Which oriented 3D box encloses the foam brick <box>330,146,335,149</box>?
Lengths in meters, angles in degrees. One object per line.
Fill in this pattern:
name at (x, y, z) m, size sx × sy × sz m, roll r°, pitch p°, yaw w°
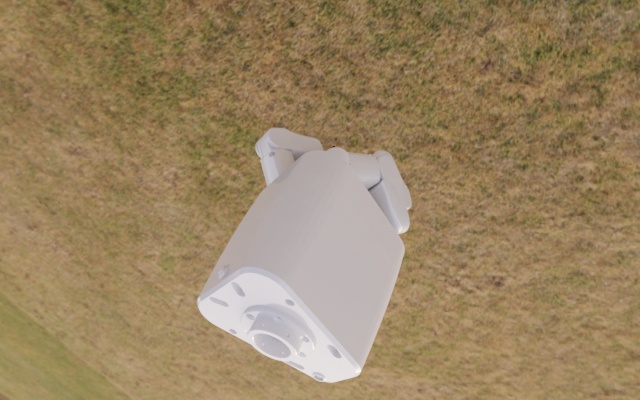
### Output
foam brick at (0.000, 0.001, 0.411) m, size 0.053 × 0.051 × 0.078 m, roll 39°, pitch -43°, yaw -14°
